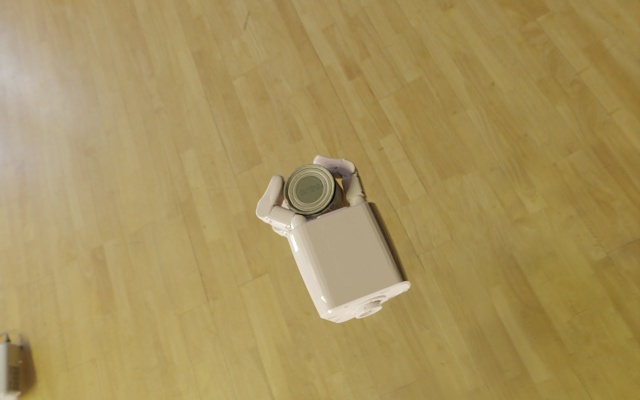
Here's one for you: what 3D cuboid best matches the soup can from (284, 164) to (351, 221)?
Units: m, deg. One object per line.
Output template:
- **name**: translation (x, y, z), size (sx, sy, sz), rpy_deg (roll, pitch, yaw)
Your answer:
- **soup can**: translation (0.000, 0.001, 0.615), size (0.068, 0.068, 0.102), rpy_deg (0, -18, 17)
